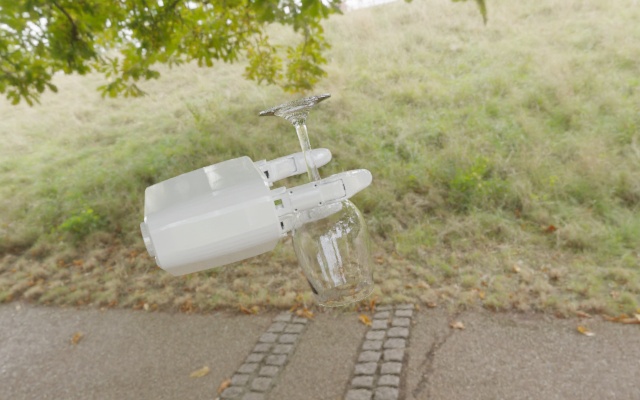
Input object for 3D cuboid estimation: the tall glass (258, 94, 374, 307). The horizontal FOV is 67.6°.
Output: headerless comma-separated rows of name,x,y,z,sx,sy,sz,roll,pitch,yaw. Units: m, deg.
tall glass,0.000,0.001,0.479,0.079,0.201,0.079,-15,7,2
